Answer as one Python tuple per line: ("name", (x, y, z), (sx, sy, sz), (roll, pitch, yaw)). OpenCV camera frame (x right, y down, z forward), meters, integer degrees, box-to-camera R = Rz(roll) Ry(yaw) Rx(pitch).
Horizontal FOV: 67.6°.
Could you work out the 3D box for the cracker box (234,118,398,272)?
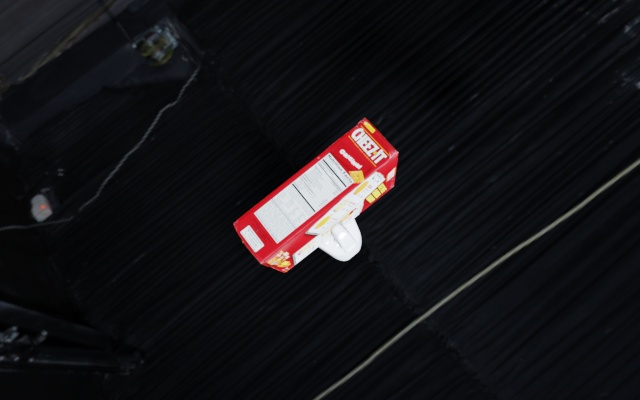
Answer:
("cracker box", (0.000, 0.002, 0.649), (0.213, 0.072, 0.164), (-39, -14, -3))
